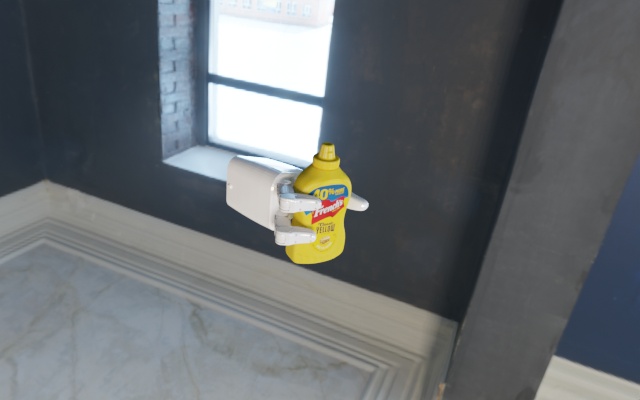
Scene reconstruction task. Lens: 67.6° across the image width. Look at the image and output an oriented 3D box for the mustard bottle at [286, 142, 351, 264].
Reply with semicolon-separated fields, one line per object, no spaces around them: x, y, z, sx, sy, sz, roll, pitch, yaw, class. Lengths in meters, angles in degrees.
0.000;0.003;0.740;0.096;0.192;0.058;-8;29;-27;mustard bottle
